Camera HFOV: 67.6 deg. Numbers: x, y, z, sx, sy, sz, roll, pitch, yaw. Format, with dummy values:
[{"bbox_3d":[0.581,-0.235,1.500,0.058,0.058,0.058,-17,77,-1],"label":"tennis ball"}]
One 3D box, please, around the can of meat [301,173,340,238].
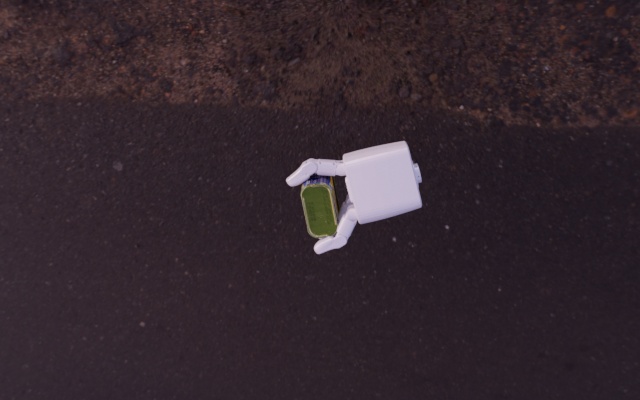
[{"bbox_3d":[0.000,0.003,0.814,0.057,0.102,0.084,-9,22,5],"label":"can of meat"}]
